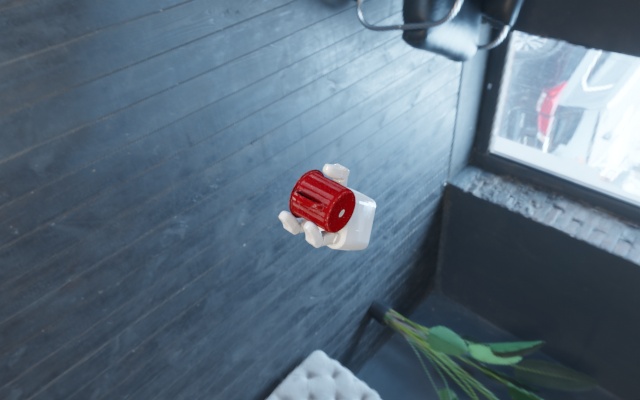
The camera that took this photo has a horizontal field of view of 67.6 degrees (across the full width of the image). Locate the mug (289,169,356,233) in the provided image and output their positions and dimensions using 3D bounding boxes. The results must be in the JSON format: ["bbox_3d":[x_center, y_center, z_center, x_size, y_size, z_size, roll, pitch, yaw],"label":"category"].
[{"bbox_3d":[0.000,0.002,0.810,0.081,0.093,0.117,28,9,33],"label":"mug"}]
